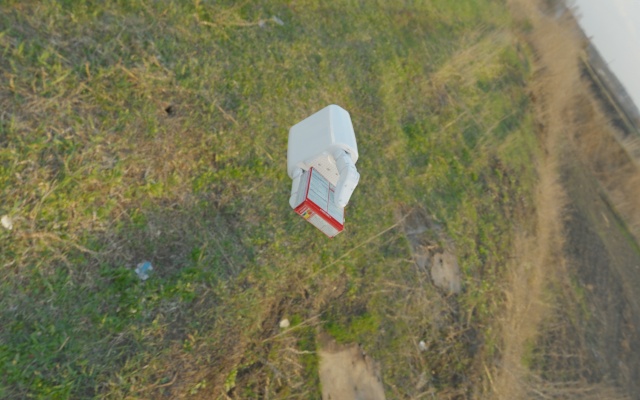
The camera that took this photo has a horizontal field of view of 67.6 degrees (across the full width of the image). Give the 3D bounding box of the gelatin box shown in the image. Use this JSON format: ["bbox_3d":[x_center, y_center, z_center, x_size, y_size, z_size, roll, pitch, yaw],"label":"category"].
[{"bbox_3d":[0.000,0.002,0.700,0.073,0.089,0.030,39,-60,-22],"label":"gelatin box"}]
